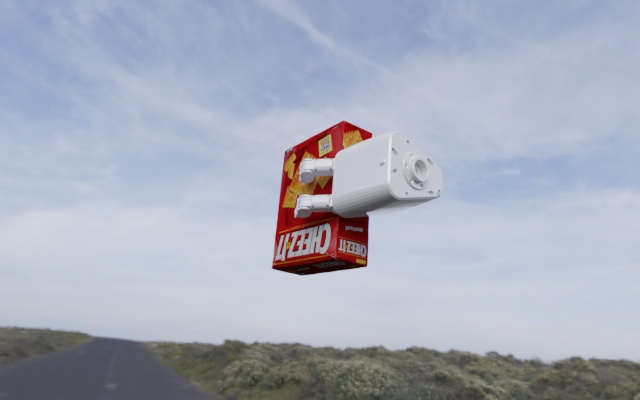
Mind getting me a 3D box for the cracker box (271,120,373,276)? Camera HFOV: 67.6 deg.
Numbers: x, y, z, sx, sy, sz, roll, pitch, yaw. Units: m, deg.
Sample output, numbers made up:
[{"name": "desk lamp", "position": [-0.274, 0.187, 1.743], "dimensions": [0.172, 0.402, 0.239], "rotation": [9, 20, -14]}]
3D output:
[{"name": "cracker box", "position": [0.000, 0.002, 0.756], "dimensions": [0.072, 0.213, 0.164], "rotation": [18, -23, -35]}]
